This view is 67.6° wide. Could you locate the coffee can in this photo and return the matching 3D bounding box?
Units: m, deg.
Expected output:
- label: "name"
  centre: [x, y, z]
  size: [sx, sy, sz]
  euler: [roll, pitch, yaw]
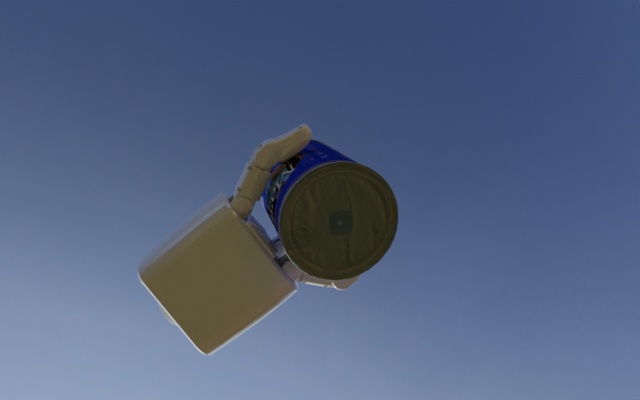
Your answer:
- label: "coffee can"
  centre: [0.000, 0.001, 0.458]
  size: [0.103, 0.103, 0.140]
  euler: [0, 15, -14]
